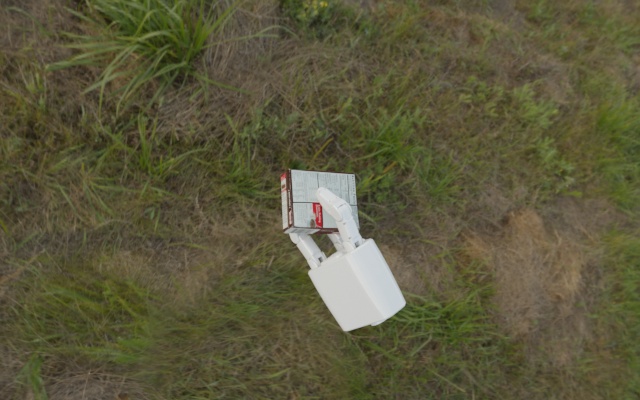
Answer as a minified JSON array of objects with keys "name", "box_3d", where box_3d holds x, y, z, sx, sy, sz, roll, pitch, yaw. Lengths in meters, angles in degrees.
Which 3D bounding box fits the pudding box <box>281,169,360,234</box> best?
[{"name":"pudding box","box_3d":[0.000,0.002,0.706,0.113,0.090,0.039,3,-16,-27]}]
